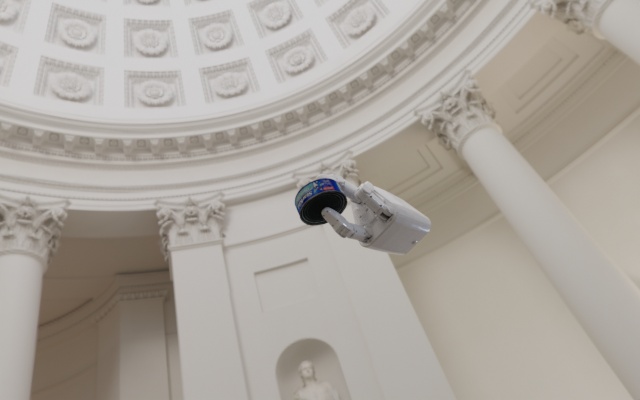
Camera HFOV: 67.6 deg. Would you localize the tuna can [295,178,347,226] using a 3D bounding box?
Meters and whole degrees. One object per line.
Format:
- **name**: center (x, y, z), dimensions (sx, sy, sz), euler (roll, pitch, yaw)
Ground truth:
- **tuna can**: center (0.000, 0.002, 0.810), dimensions (0.086, 0.033, 0.086), euler (-16, -38, -13)
